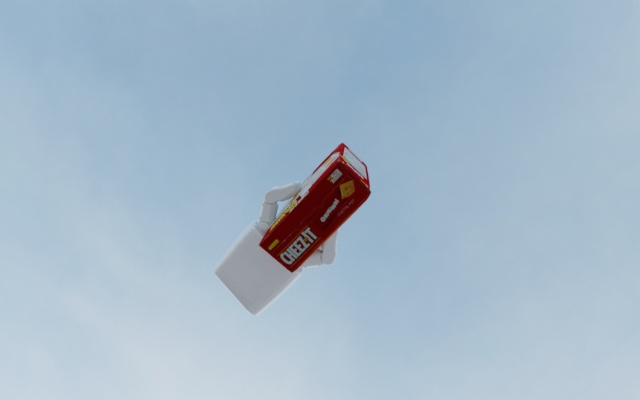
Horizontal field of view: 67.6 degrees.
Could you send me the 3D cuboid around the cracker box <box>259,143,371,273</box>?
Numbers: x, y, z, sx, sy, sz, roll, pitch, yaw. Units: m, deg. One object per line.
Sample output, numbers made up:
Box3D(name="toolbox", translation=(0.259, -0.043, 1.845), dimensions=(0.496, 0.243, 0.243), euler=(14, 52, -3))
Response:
Box3D(name="cracker box", translation=(0.000, 0.002, 0.741), dimensions=(0.072, 0.164, 0.213), euler=(42, 13, -6))
